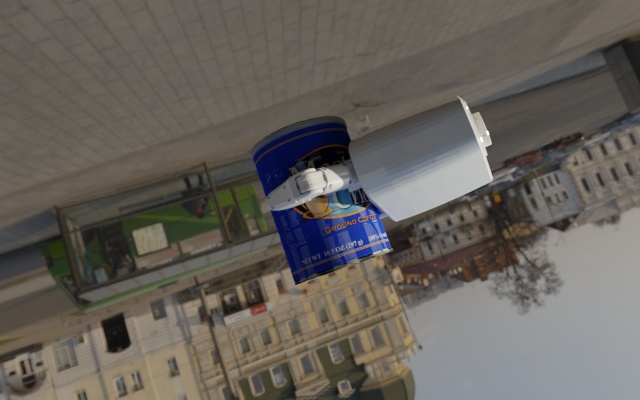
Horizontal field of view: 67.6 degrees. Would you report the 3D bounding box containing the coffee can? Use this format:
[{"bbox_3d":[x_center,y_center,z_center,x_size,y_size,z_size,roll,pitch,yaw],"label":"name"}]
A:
[{"bbox_3d":[0.000,0.001,0.479,0.103,0.140,0.103,-19,-9,-3],"label":"coffee can"}]
